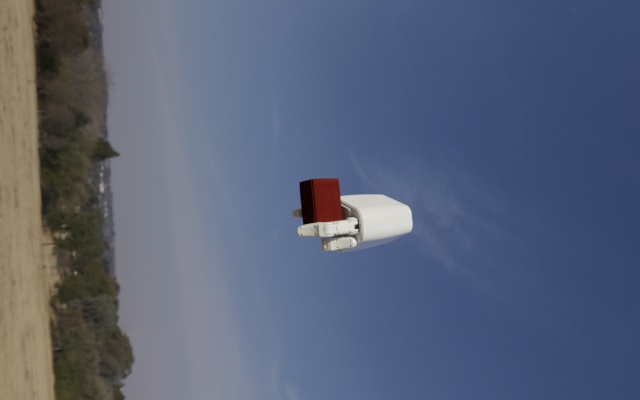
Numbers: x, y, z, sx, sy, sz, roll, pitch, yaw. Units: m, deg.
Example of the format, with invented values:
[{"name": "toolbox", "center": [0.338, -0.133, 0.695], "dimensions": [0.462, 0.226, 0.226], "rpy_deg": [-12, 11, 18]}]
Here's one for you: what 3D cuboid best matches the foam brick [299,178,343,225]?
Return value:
[{"name": "foam brick", "center": [0.000, 0.002, 0.802], "dimensions": [0.051, 0.078, 0.053], "rpy_deg": [-6, 1, -26]}]
